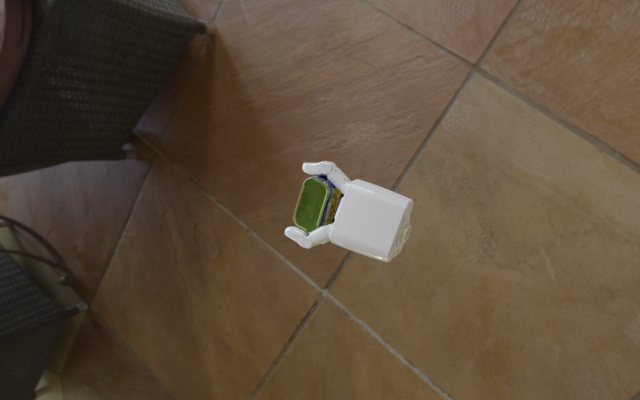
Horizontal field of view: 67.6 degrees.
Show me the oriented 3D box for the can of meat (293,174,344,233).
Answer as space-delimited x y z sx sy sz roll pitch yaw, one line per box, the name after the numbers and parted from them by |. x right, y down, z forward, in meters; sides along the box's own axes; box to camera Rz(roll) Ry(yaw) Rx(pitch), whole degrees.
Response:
0.000 0.003 0.857 0.057 0.102 0.084 23 18 20 | can of meat
